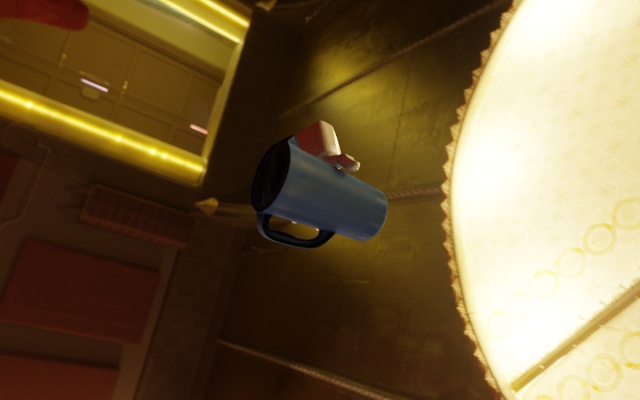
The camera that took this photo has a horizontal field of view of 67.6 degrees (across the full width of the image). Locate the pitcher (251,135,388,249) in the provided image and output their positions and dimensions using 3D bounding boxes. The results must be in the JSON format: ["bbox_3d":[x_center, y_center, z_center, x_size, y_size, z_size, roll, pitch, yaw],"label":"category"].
[{"bbox_3d":[0.000,0.003,0.883,0.243,0.145,0.149,22,-54,-30],"label":"pitcher"}]
